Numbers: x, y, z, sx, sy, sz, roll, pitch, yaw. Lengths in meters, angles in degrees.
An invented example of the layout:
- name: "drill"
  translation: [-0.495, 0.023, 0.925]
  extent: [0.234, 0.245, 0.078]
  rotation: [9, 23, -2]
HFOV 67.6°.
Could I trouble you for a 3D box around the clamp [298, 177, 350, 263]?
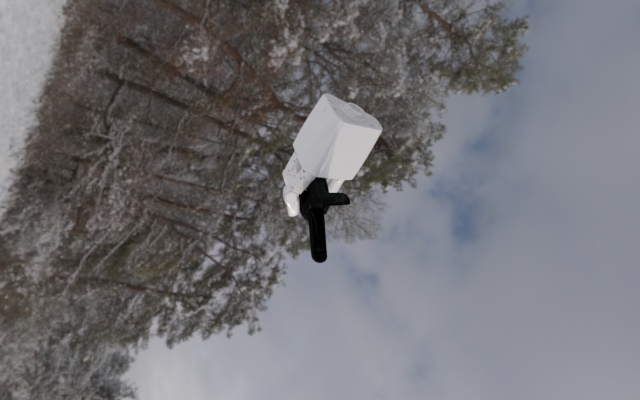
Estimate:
- name: "clamp"
  translation: [0.001, 0.003, 0.769]
  extent: [0.039, 0.120, 0.171]
  rotation: [14, 33, -29]
